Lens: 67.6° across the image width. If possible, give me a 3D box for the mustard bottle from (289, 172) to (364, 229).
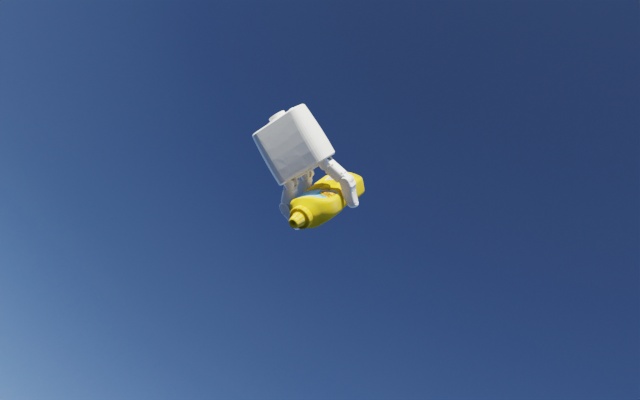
[{"bbox_3d":[0.000,0.003,0.876,0.096,0.058,0.191,1,22,31],"label":"mustard bottle"}]
